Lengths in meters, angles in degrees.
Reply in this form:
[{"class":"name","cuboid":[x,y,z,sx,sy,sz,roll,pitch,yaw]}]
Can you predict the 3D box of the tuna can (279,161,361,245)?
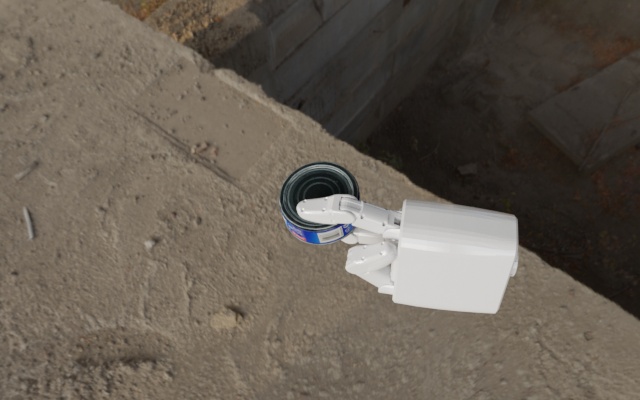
[{"class":"tuna can","cuboid":[0.000,0.001,0.501,0.086,0.086,0.034,0,-31,10]}]
